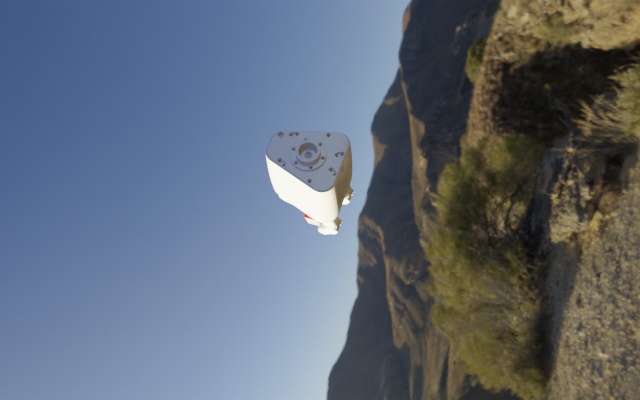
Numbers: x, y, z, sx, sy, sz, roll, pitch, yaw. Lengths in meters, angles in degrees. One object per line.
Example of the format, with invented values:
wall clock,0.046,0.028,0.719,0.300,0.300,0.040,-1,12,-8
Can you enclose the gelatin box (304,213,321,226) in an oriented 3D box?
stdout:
gelatin box,0.000,0.003,0.801,0.030,0.073,0.089,18,-7,6
